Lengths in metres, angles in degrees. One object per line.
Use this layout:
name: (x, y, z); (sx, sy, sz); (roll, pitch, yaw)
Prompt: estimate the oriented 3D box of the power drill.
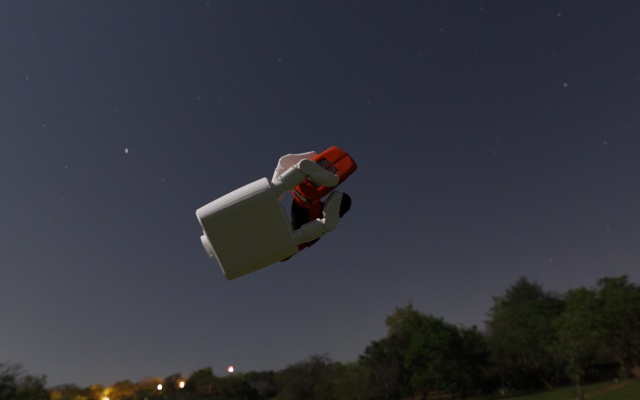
power drill: (0.000, 0.002, 0.766); (0.184, 0.057, 0.188); (-38, -21, -32)
